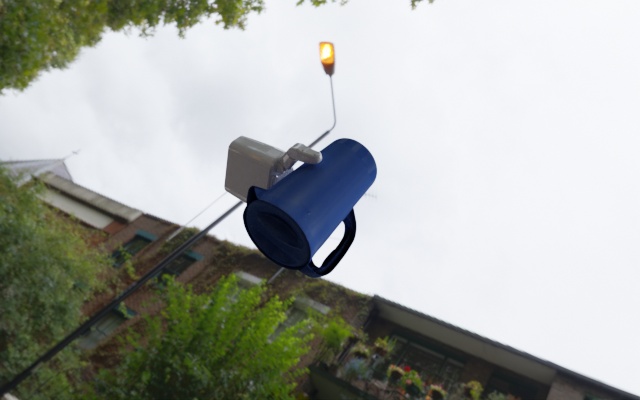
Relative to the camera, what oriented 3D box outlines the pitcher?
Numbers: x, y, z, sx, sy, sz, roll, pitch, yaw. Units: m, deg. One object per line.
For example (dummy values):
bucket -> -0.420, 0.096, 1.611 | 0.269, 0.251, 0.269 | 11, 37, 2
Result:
pitcher -> 0.000, 0.003, 0.808 | 0.145, 0.149, 0.242 | 24, 46, 25
